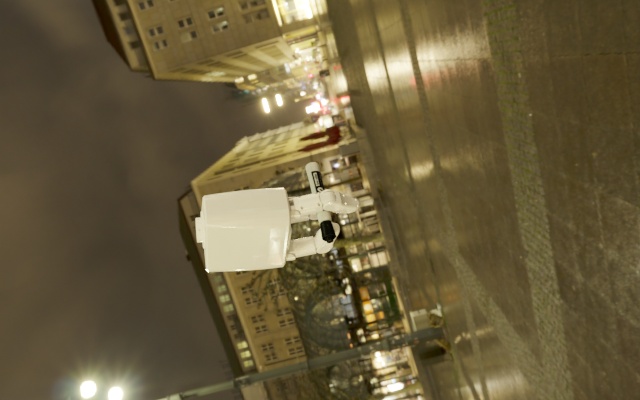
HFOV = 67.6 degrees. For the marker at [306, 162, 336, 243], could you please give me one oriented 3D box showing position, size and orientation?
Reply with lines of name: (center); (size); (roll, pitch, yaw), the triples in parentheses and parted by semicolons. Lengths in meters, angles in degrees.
marker: (0.000, 0.002, 0.640); (0.020, 0.121, 0.020); (-10, -30, -6)
